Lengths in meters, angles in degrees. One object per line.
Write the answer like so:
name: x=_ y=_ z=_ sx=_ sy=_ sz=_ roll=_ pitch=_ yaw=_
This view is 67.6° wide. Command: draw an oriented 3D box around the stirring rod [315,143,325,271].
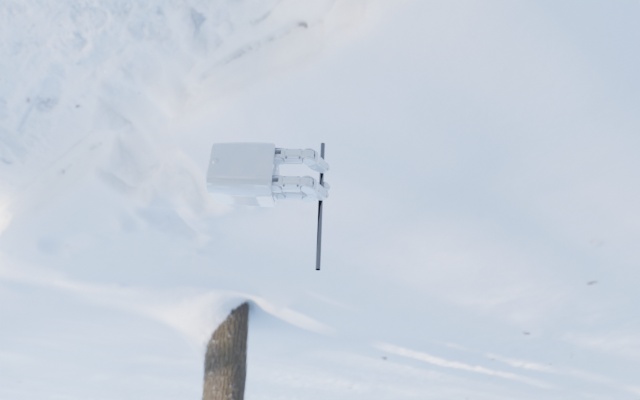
stirring rod: x=0.000 y=0.003 z=0.796 sx=0.011 sy=0.239 sz=0.011 roll=2 pitch=-30 yaw=1
